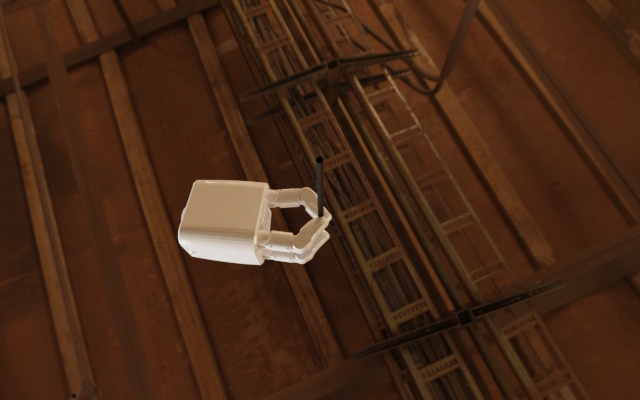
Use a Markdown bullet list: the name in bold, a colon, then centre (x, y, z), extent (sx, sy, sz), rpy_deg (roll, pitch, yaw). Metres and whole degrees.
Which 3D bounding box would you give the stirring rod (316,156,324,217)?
- **stirring rod**: centre (0.000, 0.002, 0.600), extent (0.011, 0.011, 0.240), rpy_deg (0, -21, 0)
